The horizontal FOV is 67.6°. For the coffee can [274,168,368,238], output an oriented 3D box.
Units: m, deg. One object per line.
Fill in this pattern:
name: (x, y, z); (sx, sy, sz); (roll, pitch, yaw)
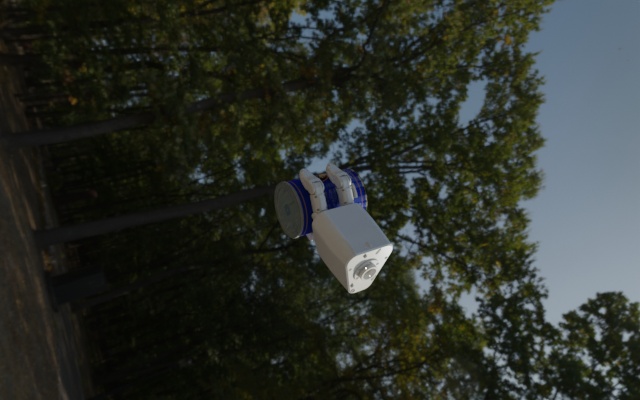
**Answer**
coffee can: (0.000, 0.003, 0.877); (0.140, 0.103, 0.103); (-14, 6, -28)
